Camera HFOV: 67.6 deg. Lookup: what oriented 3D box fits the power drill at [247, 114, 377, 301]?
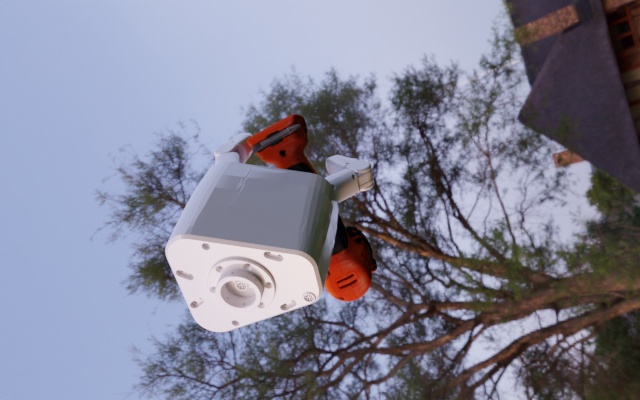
[{"bbox_3d":[0.000,0.001,0.514,0.057,0.187,0.184,-29,5,6],"label":"power drill"}]
